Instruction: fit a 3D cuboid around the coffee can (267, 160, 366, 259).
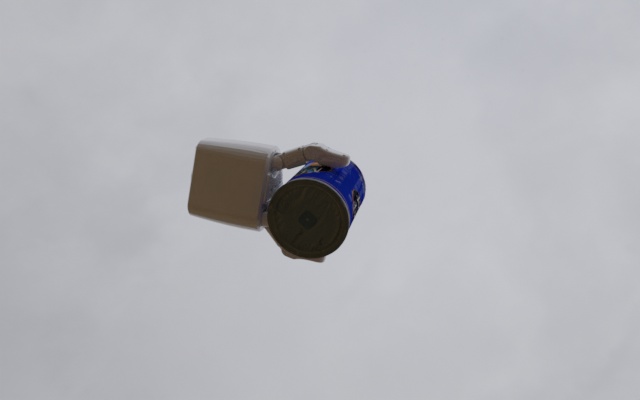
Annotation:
[{"bbox_3d":[0.000,0.002,0.637,0.103,0.103,0.140,0,18,14],"label":"coffee can"}]
